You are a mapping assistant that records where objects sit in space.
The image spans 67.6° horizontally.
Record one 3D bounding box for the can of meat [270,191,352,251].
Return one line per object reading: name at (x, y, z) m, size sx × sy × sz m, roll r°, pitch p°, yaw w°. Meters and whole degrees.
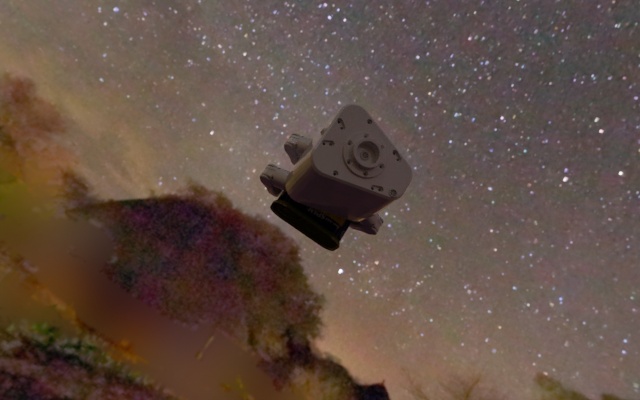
can of meat at (0.000, 0.002, 0.626) m, size 0.102 × 0.084 × 0.057 m, roll 35°, pitch -20°, yaw -3°
